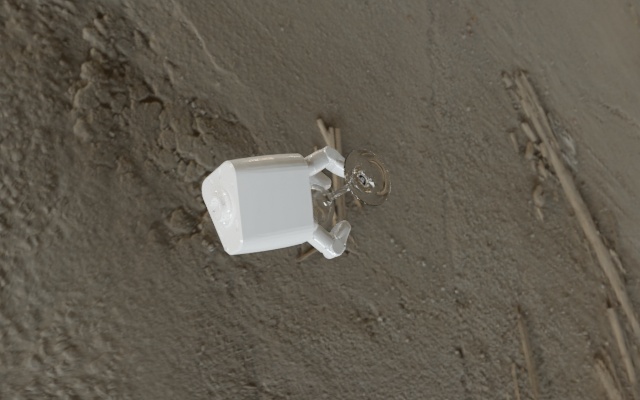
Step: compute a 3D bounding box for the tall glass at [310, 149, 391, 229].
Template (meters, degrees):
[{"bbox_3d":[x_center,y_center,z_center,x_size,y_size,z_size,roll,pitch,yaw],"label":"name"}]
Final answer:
[{"bbox_3d":[0.001,0.002,0.654,0.079,0.079,0.201,0,-18,-37],"label":"tall glass"}]
